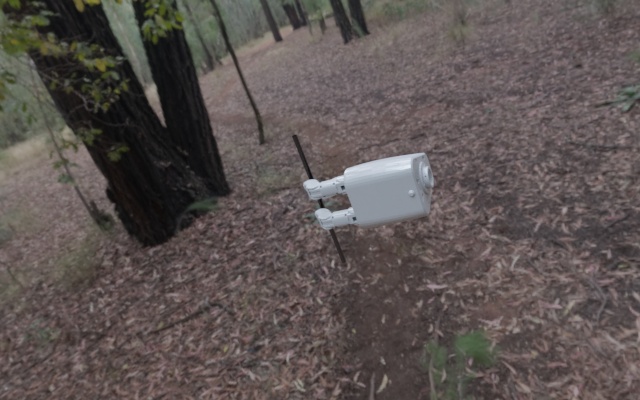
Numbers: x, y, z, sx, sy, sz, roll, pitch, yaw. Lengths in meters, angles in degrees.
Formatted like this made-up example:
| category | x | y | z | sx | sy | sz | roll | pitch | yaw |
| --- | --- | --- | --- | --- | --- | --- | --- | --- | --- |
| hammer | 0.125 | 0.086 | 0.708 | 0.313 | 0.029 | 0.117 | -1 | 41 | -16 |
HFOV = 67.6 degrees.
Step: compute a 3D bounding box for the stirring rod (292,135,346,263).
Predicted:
| category | x | y | z | sx | sy | sz | roll | pitch | yaw |
| --- | --- | --- | --- | --- | --- | --- | --- | --- | --- |
| stirring rod | 0.000 | 0.003 | 0.798 | 0.011 | 0.240 | 0.011 | -19 | 20 | 7 |
